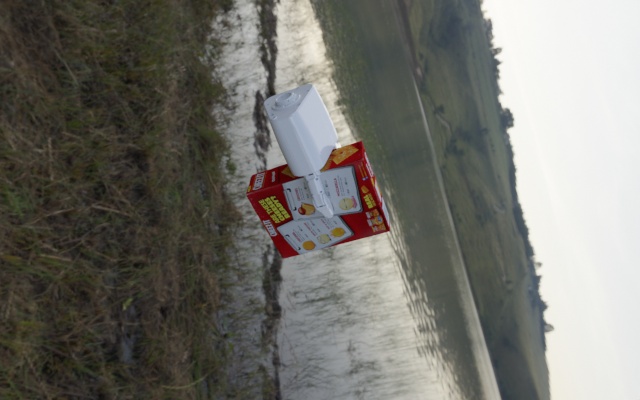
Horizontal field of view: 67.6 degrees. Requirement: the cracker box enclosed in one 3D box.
[{"bbox_3d":[0.000,0.003,0.860,0.214,0.164,0.072,-16,34,14],"label":"cracker box"}]
